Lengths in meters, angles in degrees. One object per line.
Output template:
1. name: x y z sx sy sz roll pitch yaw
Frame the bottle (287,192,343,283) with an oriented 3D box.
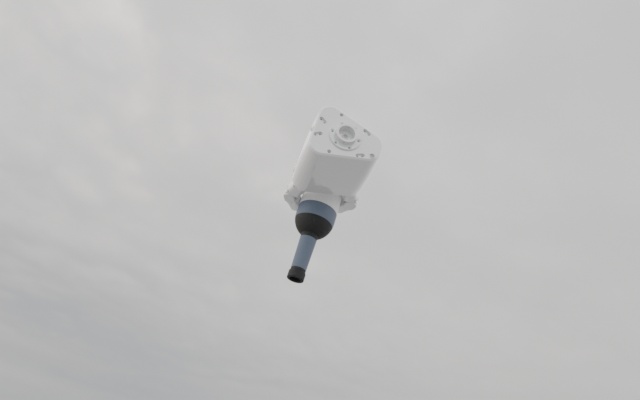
1. bottle: 0.000 0.003 0.816 0.069 0.295 0.069 13 -31 8
